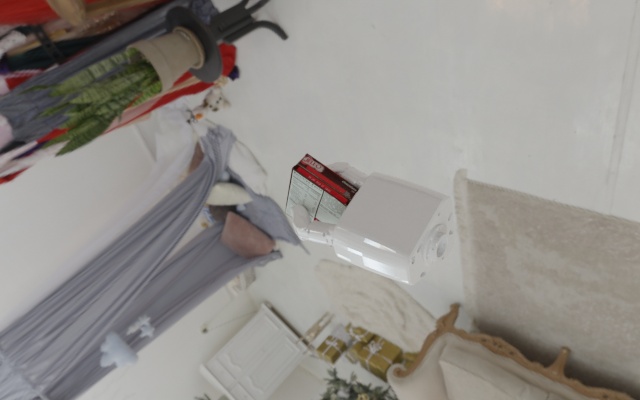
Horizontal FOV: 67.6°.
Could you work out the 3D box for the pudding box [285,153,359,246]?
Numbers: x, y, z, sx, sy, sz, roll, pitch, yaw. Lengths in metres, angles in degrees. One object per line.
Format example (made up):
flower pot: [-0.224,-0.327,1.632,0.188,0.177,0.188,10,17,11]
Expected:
pudding box: [0.000,0.002,0.645,0.090,0.039,0.114,36,-33,13]
